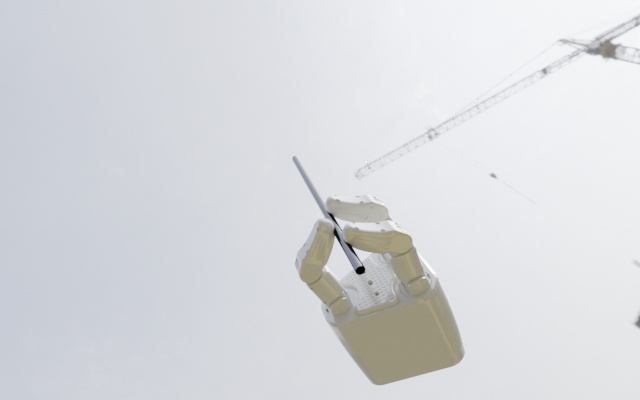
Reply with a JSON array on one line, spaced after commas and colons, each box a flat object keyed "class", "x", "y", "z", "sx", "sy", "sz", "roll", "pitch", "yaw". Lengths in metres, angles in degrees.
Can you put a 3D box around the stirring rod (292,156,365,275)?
[{"class": "stirring rod", "x": 0.000, "y": 0.002, "z": 0.464, "sx": 0.011, "sy": 0.011, "sz": 0.239, "roll": 0, "pitch": 25, "yaw": -16}]
